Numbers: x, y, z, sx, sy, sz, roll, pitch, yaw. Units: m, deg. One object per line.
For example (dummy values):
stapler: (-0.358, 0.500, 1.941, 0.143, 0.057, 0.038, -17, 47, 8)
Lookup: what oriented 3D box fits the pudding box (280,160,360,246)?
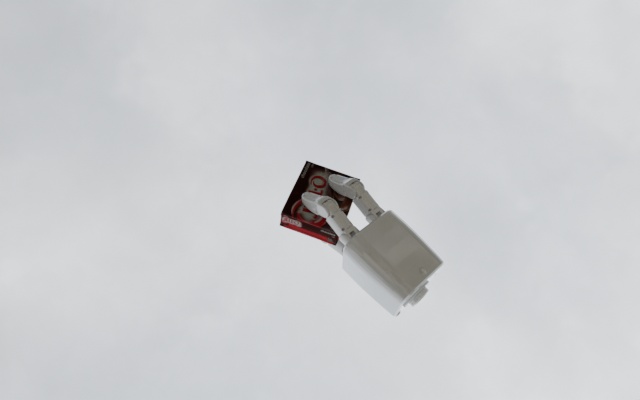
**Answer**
pudding box: (0.000, 0.002, 0.710, 0.090, 0.113, 0.039, 20, -40, 3)
